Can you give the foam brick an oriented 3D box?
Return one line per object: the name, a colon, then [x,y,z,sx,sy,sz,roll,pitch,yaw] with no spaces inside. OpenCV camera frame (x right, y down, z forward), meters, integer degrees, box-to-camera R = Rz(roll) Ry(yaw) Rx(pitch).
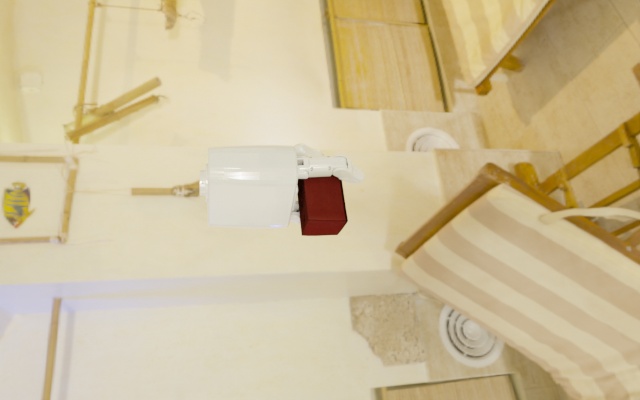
foam brick: [0.000,0.002,0.620,0.051,0.078,0.053,-1,-26,-14]
